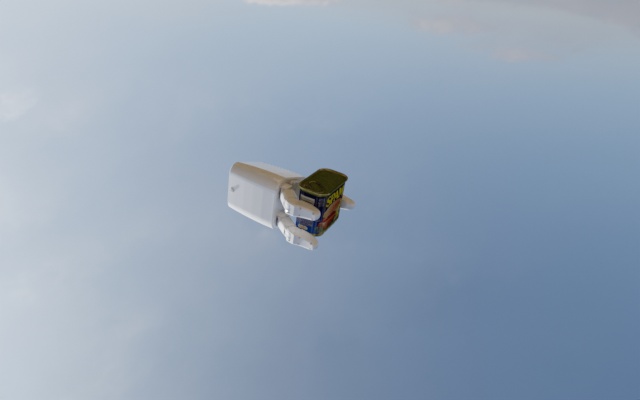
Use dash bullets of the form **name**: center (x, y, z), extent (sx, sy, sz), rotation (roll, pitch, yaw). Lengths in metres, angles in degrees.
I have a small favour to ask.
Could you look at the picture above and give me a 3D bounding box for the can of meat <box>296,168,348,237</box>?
- **can of meat**: center (0.000, 0.003, 0.820), extent (0.057, 0.084, 0.102), rotation (20, 30, 20)
